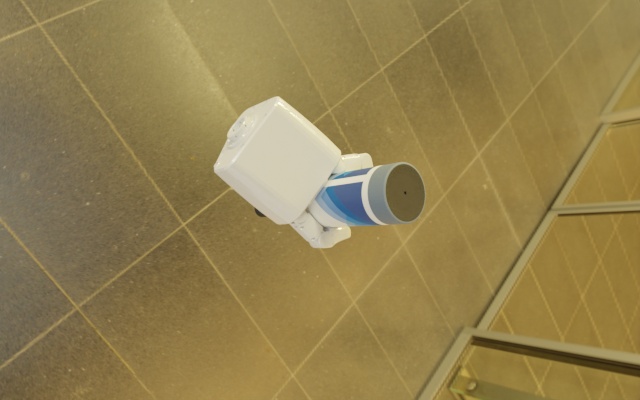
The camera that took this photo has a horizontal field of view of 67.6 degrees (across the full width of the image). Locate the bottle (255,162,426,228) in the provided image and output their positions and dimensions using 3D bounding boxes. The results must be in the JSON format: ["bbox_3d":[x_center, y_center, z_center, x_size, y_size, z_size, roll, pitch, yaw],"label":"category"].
[{"bbox_3d":[0.000,0.002,0.623,0.069,0.069,0.296,0,-4,-38],"label":"bottle"}]
